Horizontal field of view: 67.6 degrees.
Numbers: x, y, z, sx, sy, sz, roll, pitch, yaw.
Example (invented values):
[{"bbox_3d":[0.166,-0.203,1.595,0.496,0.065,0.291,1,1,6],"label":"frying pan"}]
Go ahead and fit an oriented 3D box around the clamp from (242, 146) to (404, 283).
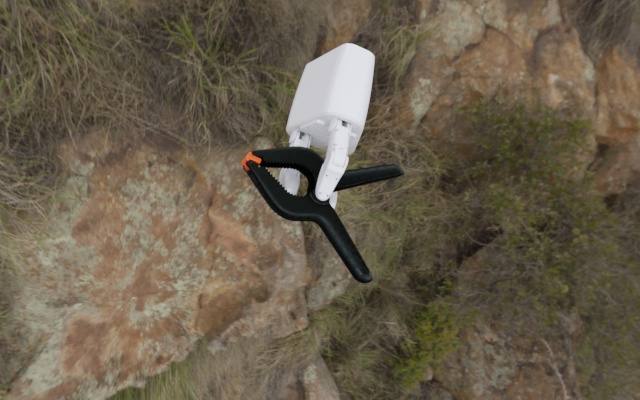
[{"bbox_3d":[0.000,0.001,0.588,0.210,0.164,0.036,18,-19,-17],"label":"clamp"}]
